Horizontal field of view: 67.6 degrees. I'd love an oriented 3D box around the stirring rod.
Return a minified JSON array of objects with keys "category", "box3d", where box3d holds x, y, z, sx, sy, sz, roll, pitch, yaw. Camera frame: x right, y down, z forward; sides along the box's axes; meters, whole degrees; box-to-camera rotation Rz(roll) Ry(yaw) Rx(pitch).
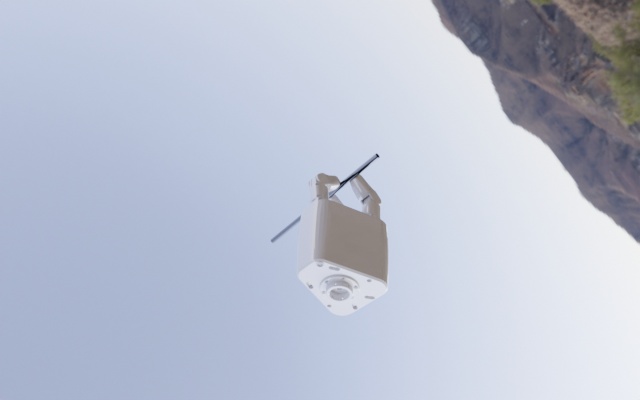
[{"category":"stirring rod","box3d":[0.000,0.002,0.726,0.240,0.011,0.011,-39,-23,32]}]
